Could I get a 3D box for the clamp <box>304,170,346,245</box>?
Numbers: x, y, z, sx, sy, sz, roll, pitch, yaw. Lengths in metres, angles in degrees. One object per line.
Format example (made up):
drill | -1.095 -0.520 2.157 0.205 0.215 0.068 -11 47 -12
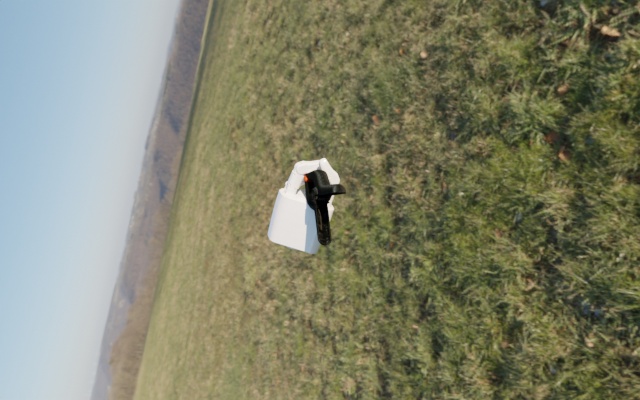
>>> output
clamp | 0.000 0.003 0.897 0.039 0.120 0.171 12 17 -20
